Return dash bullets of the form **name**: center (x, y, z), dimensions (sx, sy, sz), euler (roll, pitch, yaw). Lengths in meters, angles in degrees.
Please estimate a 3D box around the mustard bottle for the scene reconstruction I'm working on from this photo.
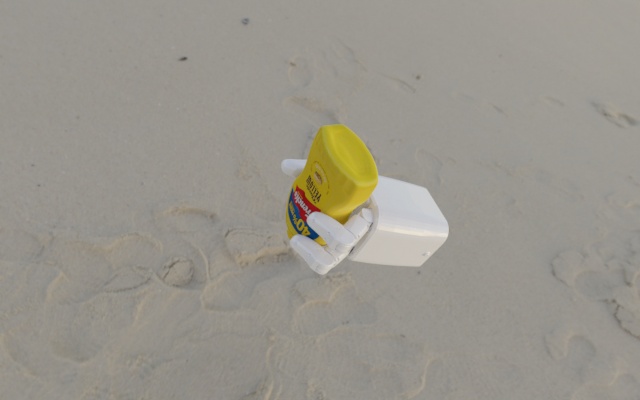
- **mustard bottle**: center (0.000, 0.002, 0.602), dimensions (0.058, 0.096, 0.192), euler (-12, -30, -33)
